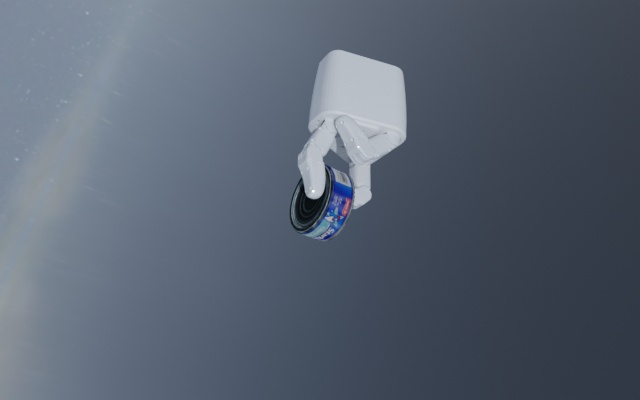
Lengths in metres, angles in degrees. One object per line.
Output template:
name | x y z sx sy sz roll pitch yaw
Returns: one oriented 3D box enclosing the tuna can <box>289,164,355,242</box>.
tuna can | 0.000 0.002 0.551 0.034 0.086 0.086 21 -11 -31
